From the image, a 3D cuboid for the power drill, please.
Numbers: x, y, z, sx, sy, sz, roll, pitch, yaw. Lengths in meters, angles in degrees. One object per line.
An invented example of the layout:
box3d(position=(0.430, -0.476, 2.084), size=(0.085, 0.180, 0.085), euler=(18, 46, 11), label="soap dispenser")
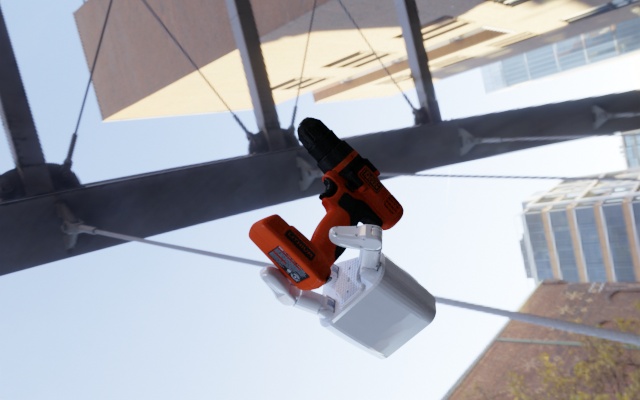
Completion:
box3d(position=(0.000, 0.002, 0.589), size=(0.187, 0.184, 0.057), euler=(-46, 3, -34), label="power drill")
